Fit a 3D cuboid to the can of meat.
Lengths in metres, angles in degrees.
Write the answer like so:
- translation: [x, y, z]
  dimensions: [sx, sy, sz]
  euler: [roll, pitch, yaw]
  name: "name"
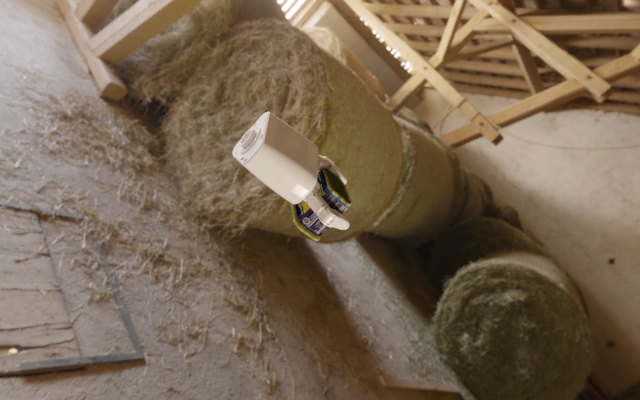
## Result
- translation: [0.000, 0.002, 0.788]
  dimensions: [0.057, 0.084, 0.102]
  euler: [37, 17, -24]
  name: "can of meat"
